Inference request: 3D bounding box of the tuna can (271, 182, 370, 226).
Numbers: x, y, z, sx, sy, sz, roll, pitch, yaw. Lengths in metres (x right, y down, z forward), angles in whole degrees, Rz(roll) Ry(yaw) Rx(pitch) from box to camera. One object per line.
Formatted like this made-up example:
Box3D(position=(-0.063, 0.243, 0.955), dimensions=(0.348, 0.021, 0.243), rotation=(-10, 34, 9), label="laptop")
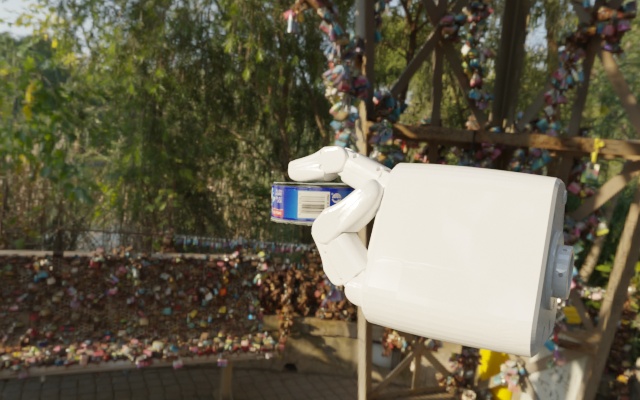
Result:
Box3D(position=(0.000, 0.001, 0.414), dimensions=(0.086, 0.034, 0.086), rotation=(1, 3, 0), label="tuna can")
